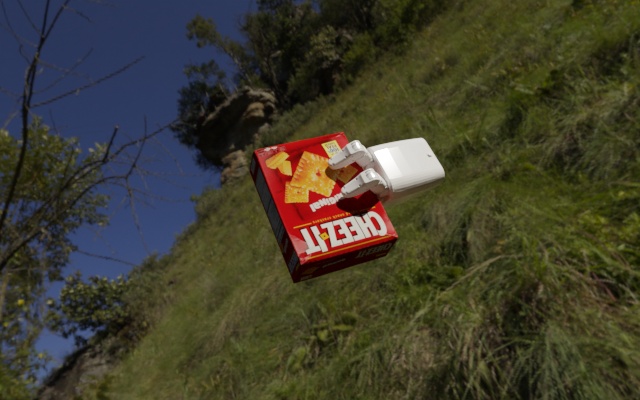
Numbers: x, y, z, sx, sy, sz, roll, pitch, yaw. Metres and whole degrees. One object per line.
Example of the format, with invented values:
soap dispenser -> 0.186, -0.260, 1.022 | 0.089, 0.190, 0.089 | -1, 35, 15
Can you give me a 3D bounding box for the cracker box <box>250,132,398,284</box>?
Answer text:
cracker box -> 0.000, 0.002, 0.754 | 0.164, 0.213, 0.072 | -14, -29, -21
